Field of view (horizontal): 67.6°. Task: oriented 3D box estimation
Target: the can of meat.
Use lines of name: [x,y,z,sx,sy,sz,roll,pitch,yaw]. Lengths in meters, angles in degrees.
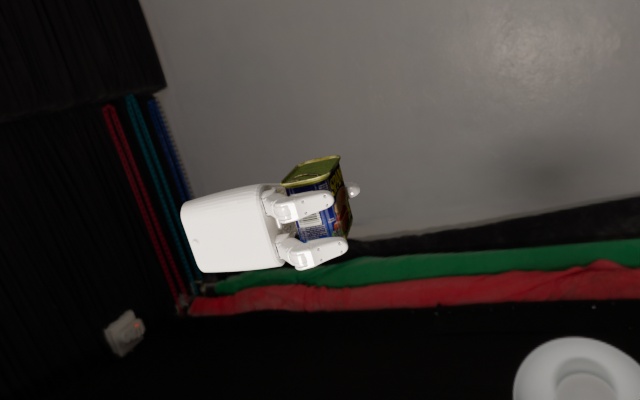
can of meat: [0.000,0.002,0.556,0.057,0.084,0.102,-11,16,15]
